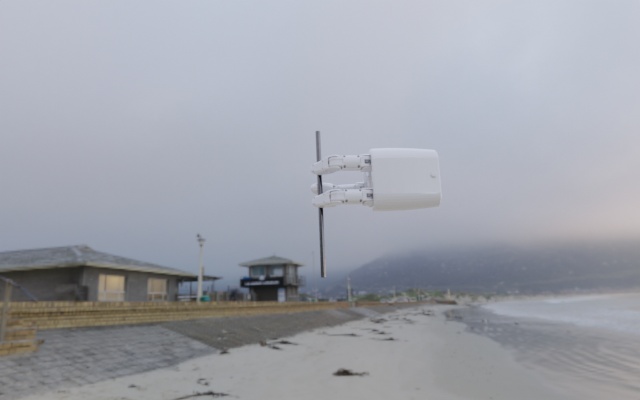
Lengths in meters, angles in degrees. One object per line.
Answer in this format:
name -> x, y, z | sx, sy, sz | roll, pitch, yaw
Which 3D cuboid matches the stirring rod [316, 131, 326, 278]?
stirring rod -> 0.000, 0.003, 0.769 | 0.011, 0.239, 0.011 | -2, -12, 0
